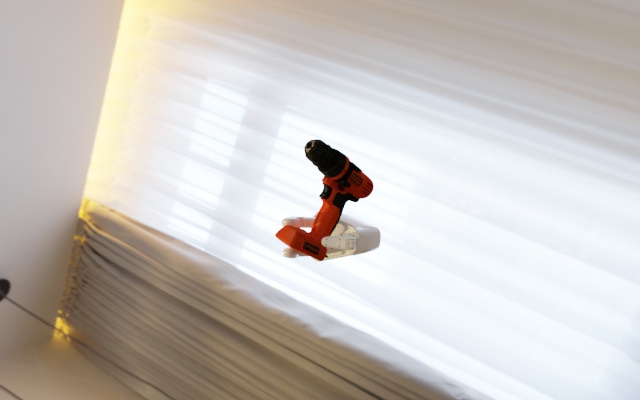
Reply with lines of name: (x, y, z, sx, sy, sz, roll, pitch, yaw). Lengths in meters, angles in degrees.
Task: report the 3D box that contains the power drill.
power drill: (0.000, 0.003, 0.842, 0.184, 0.187, 0.057, 33, -1, -44)
